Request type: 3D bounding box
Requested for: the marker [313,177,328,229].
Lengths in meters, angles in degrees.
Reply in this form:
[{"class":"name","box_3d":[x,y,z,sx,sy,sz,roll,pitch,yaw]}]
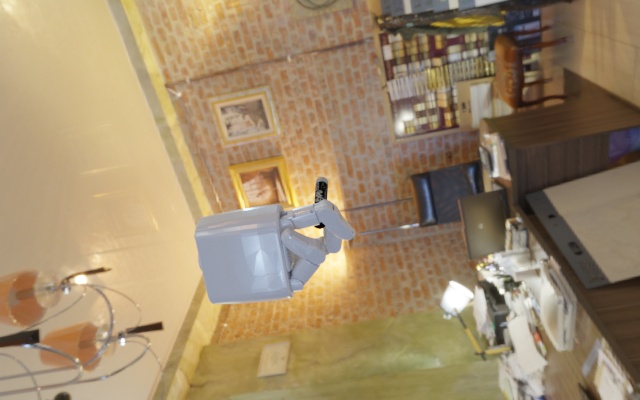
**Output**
[{"class":"marker","box_3d":[0.000,0.002,0.638,0.020,0.020,0.121,0,28,2]}]
